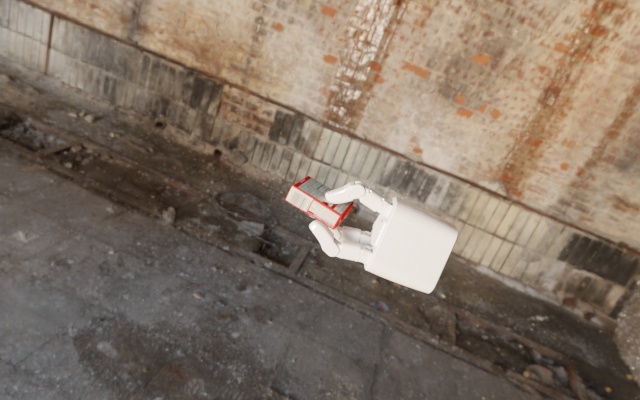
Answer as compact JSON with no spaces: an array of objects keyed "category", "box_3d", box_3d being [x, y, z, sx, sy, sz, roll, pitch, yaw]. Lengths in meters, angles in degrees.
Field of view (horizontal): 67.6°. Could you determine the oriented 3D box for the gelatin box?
[{"category":"gelatin box","box_3d":[0.000,0.002,0.730,0.089,0.030,0.073,32,22,7]}]
